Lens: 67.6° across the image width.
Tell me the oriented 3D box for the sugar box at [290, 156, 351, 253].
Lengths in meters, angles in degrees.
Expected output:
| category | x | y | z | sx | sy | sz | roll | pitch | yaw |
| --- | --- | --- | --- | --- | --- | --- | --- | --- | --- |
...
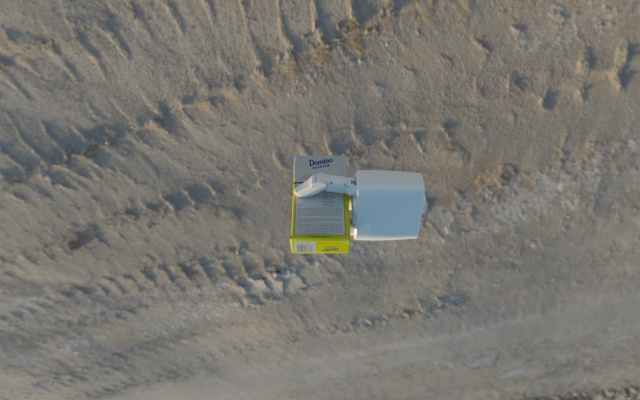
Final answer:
| category | x | y | z | sx | sy | sz | roll | pitch | yaw |
| --- | --- | --- | --- | --- | --- | --- | --- | --- | --- |
| sugar box | 0.000 | 0.003 | 0.786 | 0.093 | 0.176 | 0.048 | 1 | -41 | 0 |
